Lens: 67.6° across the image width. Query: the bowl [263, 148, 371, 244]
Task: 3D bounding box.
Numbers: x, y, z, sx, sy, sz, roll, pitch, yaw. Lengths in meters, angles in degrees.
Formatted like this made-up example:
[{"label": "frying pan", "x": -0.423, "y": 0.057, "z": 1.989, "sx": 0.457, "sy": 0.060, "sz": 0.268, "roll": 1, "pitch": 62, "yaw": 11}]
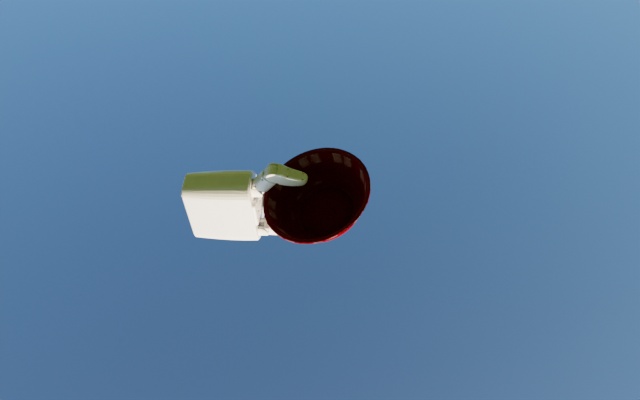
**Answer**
[{"label": "bowl", "x": 0.001, "y": 0.003, "z": 0.698, "sx": 0.162, "sy": 0.162, "sz": 0.055, "roll": 0, "pitch": -32, "yaw": 21}]
